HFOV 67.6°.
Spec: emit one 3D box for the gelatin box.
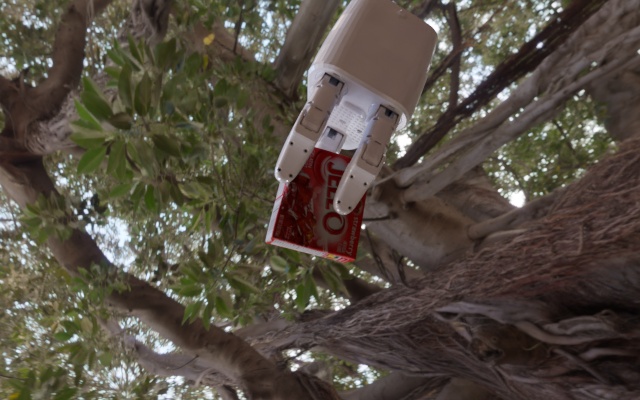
[{"bbox_3d":[0.000,0.002,0.407,0.073,0.089,0.030,16,-18,-13],"label":"gelatin box"}]
